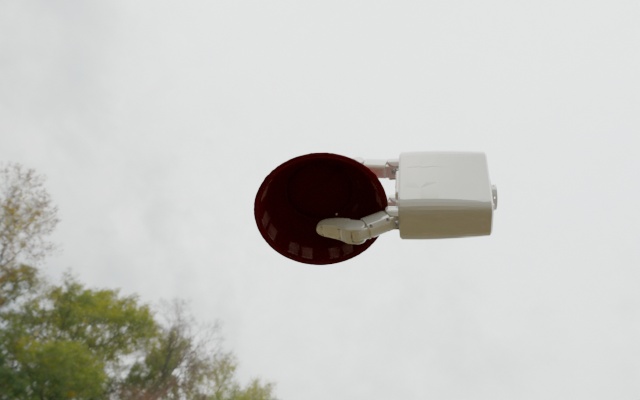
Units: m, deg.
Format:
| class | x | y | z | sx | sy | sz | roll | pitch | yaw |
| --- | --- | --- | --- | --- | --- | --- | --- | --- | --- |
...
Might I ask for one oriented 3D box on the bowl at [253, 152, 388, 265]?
| class | x | y | z | sx | sy | sz | roll | pitch | yaw |
| --- | --- | --- | --- | --- | --- | --- | --- | --- | --- |
| bowl | -0.001 | 0.002 | 0.593 | 0.162 | 0.162 | 0.055 | 0 | 32 | -2 |
